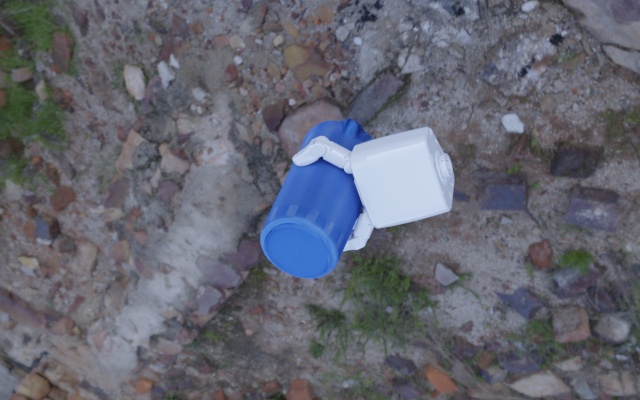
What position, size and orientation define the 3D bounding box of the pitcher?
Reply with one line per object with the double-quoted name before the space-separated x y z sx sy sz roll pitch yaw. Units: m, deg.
"pitcher" 0.000 0.002 0.710 0.145 0.149 0.242 -13 32 28
